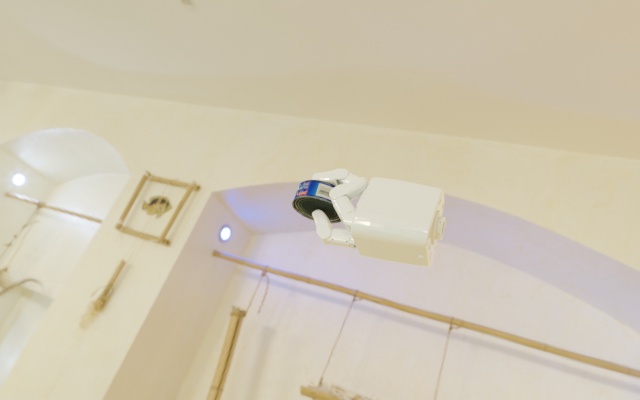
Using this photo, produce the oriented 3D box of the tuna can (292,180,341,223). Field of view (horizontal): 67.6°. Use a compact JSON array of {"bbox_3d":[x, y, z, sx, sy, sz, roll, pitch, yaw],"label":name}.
[{"bbox_3d":[0.000,0.002,0.762,0.086,0.033,0.086,14,-26,7],"label":"tuna can"}]
